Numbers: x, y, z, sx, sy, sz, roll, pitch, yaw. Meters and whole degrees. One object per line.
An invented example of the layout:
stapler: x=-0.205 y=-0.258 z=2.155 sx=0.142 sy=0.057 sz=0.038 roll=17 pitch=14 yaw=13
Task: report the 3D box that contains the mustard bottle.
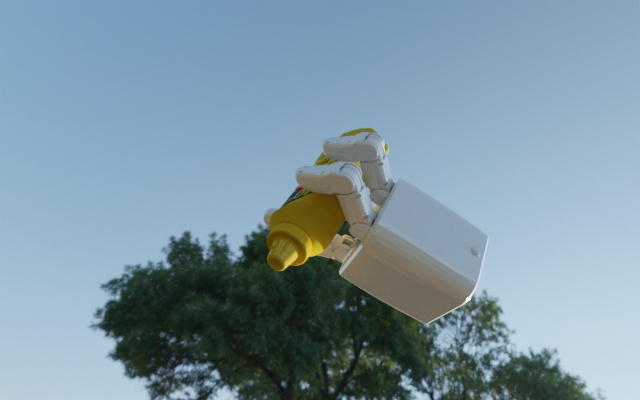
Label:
mustard bottle: x=0.000 y=0.001 z=0.480 sx=0.096 sy=0.058 sz=0.191 roll=-28 pitch=18 yaw=41
